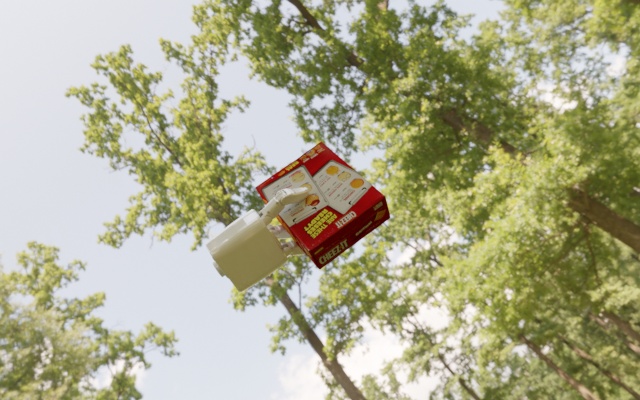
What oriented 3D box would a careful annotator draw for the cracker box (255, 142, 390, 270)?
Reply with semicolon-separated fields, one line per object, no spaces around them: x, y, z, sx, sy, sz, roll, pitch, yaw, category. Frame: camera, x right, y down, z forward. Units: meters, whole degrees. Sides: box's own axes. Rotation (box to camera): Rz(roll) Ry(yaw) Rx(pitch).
0.000;0.003;0.891;0.164;0.072;0.213;-35;47;-10;cracker box
